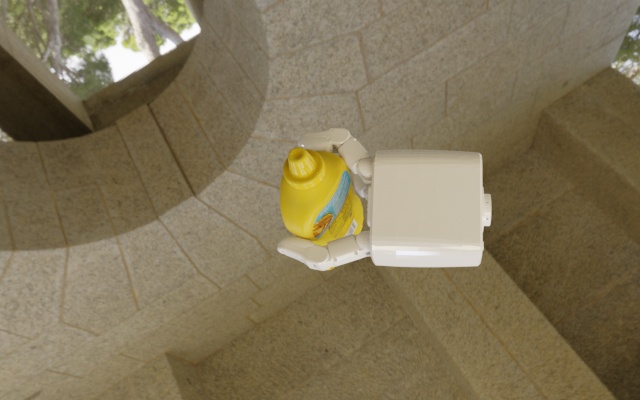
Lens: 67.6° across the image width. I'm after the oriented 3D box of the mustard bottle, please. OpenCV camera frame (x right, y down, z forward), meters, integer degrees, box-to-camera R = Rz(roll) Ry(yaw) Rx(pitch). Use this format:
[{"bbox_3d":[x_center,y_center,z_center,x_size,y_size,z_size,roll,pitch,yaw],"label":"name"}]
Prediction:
[{"bbox_3d":[0.000,0.002,0.525,0.058,0.096,0.192,24,-19,24],"label":"mustard bottle"}]
